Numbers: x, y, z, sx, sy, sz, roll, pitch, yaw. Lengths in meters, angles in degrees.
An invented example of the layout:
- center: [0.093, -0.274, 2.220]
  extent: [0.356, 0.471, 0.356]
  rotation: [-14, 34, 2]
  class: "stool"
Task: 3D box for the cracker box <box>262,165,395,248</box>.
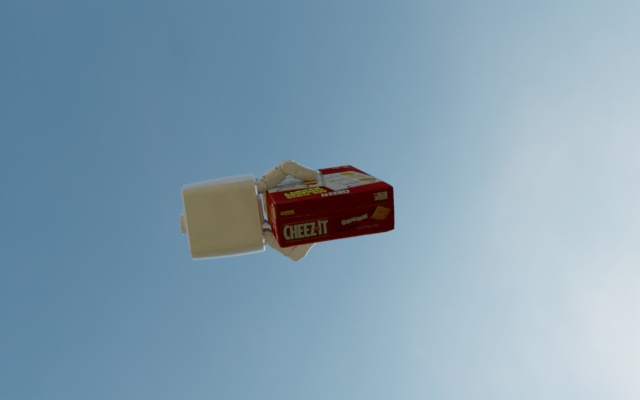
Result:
- center: [0.000, 0.002, 0.732]
  extent: [0.164, 0.072, 0.213]
  rotation: [-9, 14, -10]
  class: "cracker box"
